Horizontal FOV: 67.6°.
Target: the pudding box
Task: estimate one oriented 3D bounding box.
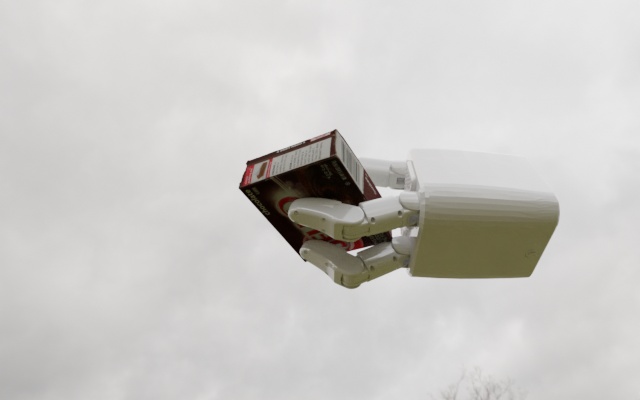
[{"bbox_3d":[0.000,0.001,0.408,0.090,0.039,0.113,-17,-50,23],"label":"pudding box"}]
